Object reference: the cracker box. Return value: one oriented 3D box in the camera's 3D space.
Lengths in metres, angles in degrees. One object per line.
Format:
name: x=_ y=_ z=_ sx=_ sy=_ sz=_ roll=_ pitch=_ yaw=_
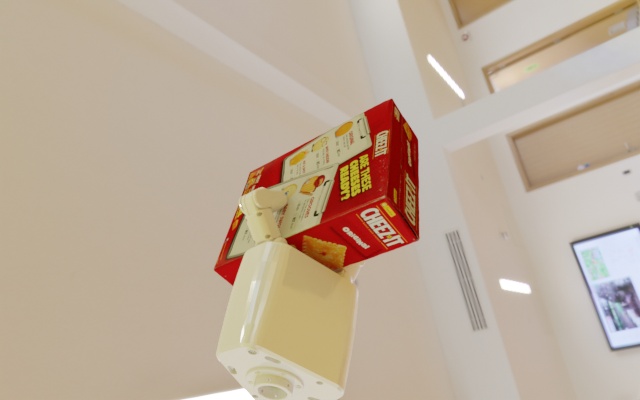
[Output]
cracker box: x=0.000 y=0.002 z=0.523 sx=0.214 sy=0.164 sz=0.072 roll=-24 pitch=-55 yaw=29
